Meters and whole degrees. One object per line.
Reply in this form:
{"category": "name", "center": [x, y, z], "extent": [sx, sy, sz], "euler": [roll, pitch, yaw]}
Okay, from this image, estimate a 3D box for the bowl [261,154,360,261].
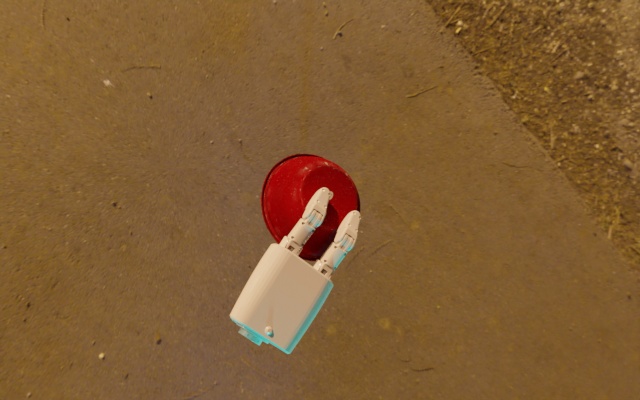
{"category": "bowl", "center": [0.001, 0.001, 0.676], "extent": [0.162, 0.162, 0.055], "euler": [0, -14, -30]}
